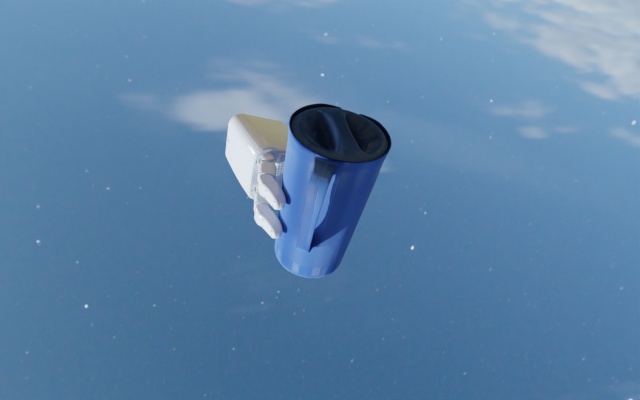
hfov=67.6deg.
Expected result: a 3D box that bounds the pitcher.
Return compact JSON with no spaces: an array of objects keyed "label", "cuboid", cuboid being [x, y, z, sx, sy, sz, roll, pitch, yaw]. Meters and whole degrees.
[{"label":"pitcher","cuboid":[0.000,0.002,0.671,0.149,0.243,0.145,-15,48,-31]}]
